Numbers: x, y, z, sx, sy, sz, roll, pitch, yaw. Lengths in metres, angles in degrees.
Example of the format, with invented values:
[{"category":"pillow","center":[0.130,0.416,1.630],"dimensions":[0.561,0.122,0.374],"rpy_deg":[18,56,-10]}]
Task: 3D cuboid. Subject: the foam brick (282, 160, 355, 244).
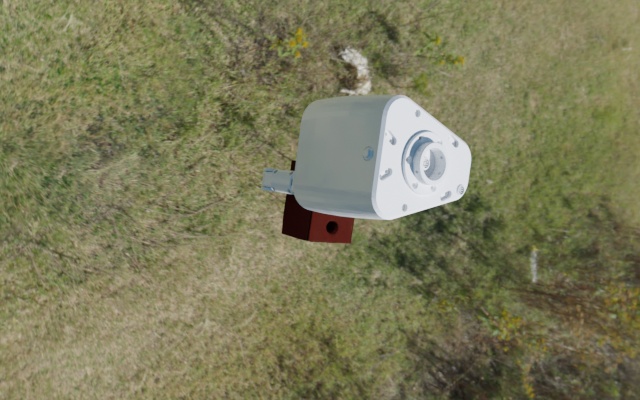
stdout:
[{"category":"foam brick","center":[0.000,0.002,0.474],"dimensions":[0.053,0.078,0.051],"rpy_deg":[6,2,-36]}]
